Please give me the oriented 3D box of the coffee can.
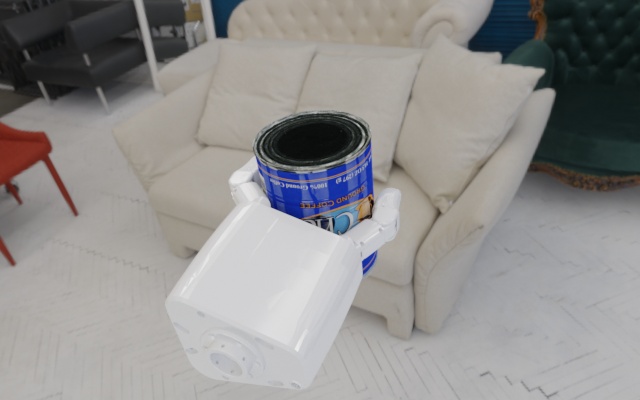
[{"bbox_3d":[0.000,0.001,0.448,0.103,0.140,0.102,-5,36,4],"label":"coffee can"}]
